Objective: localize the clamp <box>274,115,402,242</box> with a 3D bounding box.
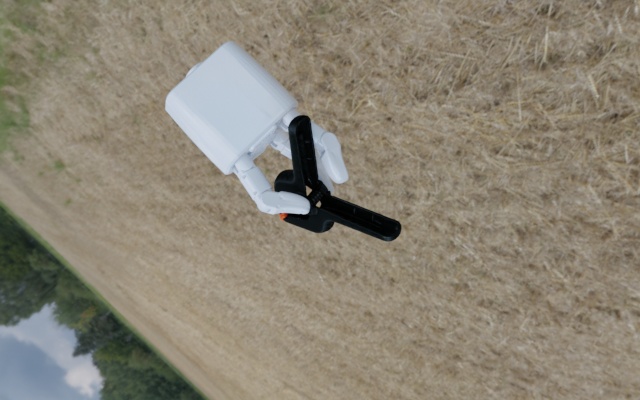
[{"bbox_3d":[-0.001,0.002,0.573,0.036,0.164,0.210,-44,1,-25],"label":"clamp"}]
